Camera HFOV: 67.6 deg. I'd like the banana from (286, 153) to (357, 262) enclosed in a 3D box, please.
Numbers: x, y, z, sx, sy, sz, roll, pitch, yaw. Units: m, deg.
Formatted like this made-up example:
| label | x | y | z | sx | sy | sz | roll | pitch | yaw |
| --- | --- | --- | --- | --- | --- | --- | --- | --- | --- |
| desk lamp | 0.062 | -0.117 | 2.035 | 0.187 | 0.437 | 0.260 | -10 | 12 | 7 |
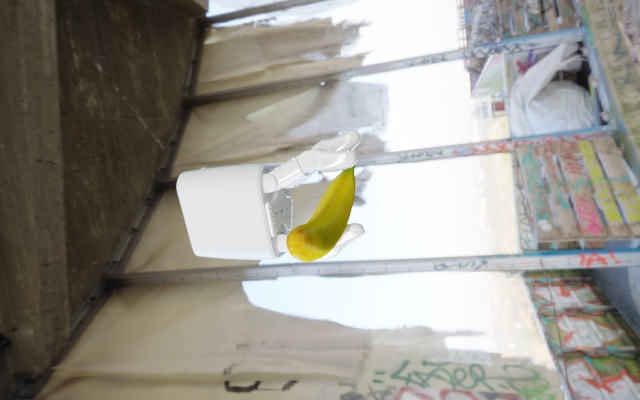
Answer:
| label | x | y | z | sx | sy | sz | roll | pitch | yaw |
| --- | --- | --- | --- | --- | --- | --- | --- | --- | --- |
| banana | 0.003 | 0.017 | 0.487 | 0.037 | 0.070 | 0.197 | 1 | 27 | 17 |
